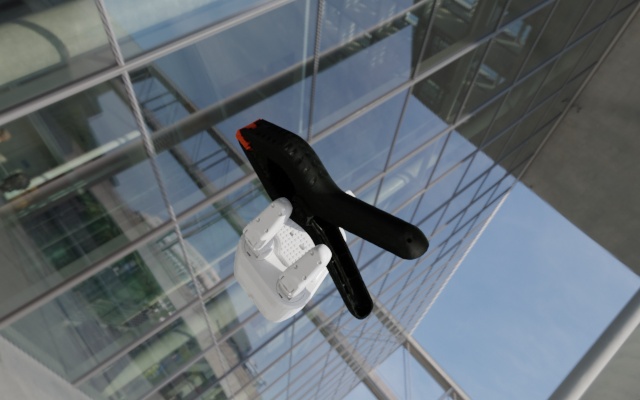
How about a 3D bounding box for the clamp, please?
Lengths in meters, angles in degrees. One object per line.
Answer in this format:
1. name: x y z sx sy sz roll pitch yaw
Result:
1. clamp: 0.000 0.001 0.417 0.036 0.210 0.165 -33 -12 -27
